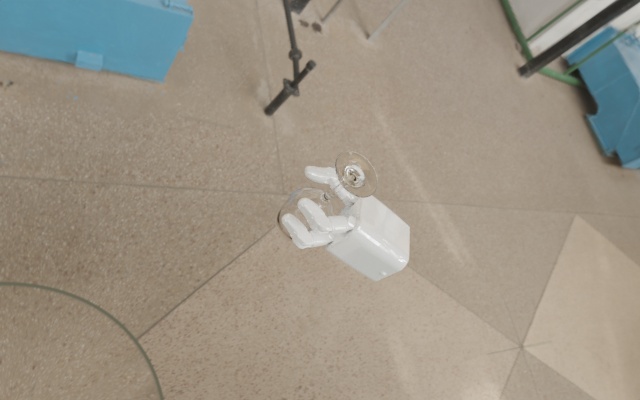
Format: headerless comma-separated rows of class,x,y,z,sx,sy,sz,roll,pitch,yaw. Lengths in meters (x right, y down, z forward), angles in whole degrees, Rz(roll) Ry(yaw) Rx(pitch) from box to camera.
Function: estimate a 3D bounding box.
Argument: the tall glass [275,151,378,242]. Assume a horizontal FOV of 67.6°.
tall glass,0.000,0.002,0.753,0.079,0.079,0.201,0,-24,-35
